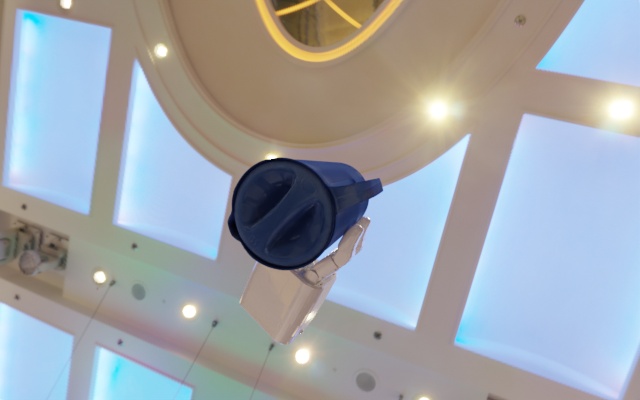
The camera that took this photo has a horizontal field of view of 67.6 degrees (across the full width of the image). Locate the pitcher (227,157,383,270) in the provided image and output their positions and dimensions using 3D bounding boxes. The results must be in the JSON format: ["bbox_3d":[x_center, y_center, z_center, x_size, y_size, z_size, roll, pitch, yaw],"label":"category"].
[{"bbox_3d":[0.000,0.002,0.659,0.149,0.145,0.243,29,15,14],"label":"pitcher"}]
